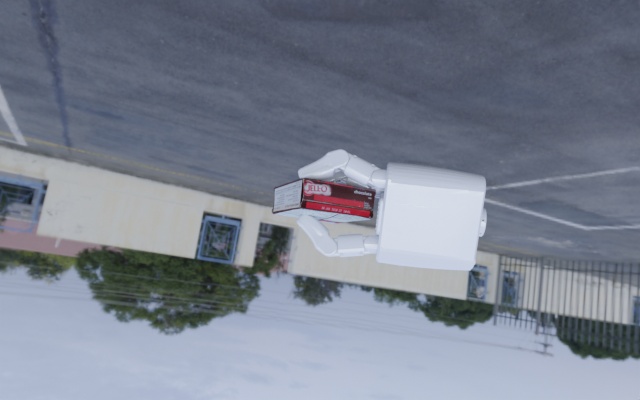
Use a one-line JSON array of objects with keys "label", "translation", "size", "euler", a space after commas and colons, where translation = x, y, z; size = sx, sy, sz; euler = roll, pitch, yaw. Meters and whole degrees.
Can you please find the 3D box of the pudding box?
[{"label": "pudding box", "translation": [0.000, 0.002, 0.568], "size": [0.090, 0.039, 0.113], "euler": [10, -10, -21]}]
